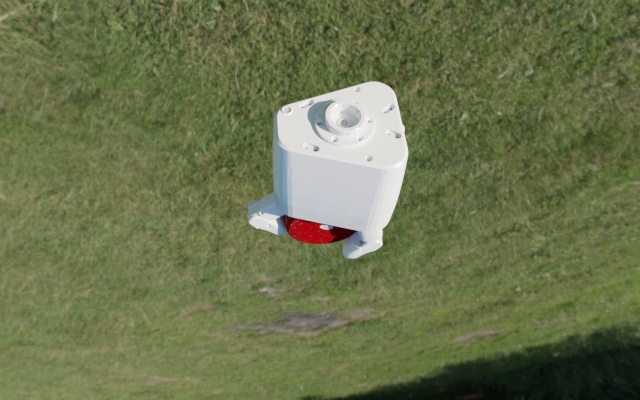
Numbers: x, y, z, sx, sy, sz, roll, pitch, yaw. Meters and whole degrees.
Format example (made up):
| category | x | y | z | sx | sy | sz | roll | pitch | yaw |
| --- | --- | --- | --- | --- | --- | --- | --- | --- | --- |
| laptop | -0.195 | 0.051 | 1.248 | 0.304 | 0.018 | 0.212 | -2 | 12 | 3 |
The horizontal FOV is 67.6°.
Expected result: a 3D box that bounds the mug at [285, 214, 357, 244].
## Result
| category | x | y | z | sx | sy | sz | roll | pitch | yaw |
| --- | --- | --- | --- | --- | --- | --- | --- | --- | --- |
| mug | 0.000 | 0.003 | 0.534 | 0.093 | 0.081 | 0.117 | -3 | -30 | -5 |
